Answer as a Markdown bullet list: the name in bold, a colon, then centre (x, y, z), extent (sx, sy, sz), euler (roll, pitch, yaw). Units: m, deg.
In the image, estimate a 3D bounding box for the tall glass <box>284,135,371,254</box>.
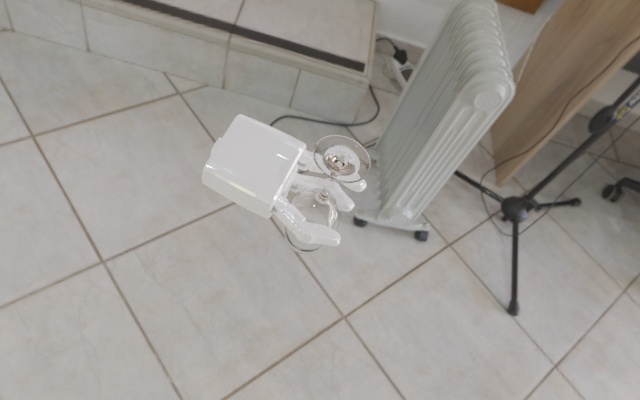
- **tall glass**: centre (0.000, 0.002, 0.664), extent (0.079, 0.079, 0.201), euler (0, -33, -18)
